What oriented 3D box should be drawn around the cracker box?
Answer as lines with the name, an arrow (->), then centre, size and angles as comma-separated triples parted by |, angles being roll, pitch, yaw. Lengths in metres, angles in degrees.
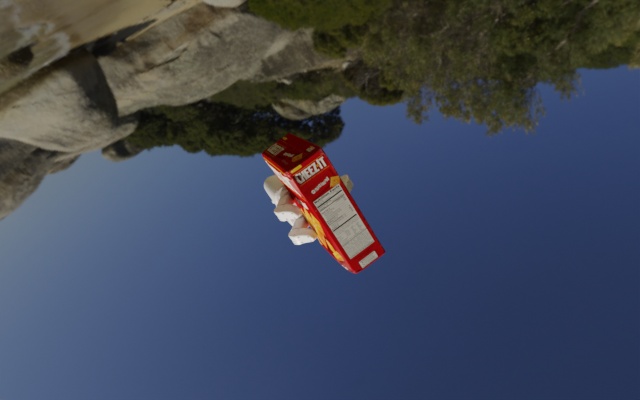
cracker box -> 0.000, 0.003, 0.795 | 0.072, 0.214, 0.164 | -37, 24, -8
